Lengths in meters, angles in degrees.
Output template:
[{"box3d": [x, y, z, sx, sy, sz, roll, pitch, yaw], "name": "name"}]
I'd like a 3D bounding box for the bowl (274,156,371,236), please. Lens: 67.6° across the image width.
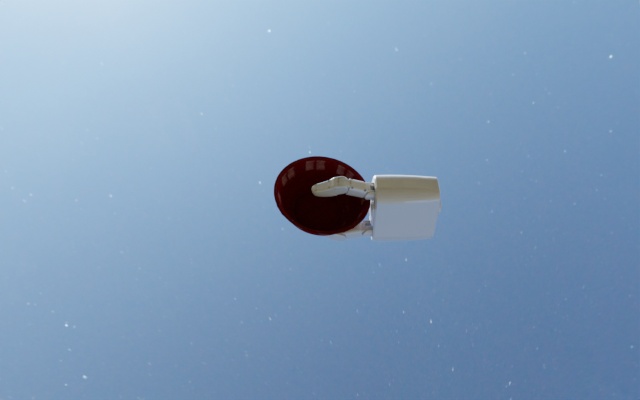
[{"box3d": [-0.001, 0.003, 0.806, 0.162, 0.162, 0.055, 0, -36, -10], "name": "bowl"}]
